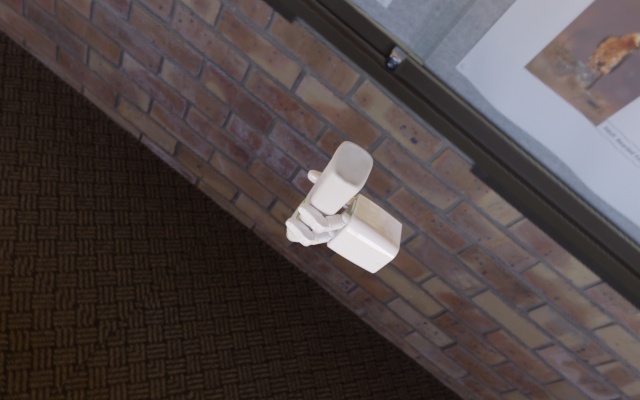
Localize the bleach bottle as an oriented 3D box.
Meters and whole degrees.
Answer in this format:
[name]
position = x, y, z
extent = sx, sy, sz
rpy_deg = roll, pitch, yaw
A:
[bleach bottle]
position = 0.000, 0.003, 0.889
extent = 0.068, 0.102, 0.251
rpy_deg = 32, -41, -7
